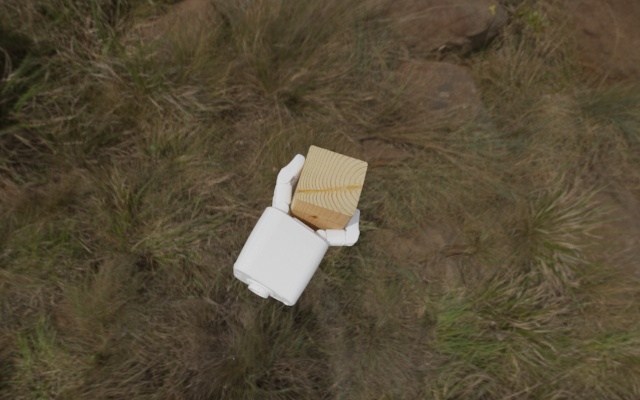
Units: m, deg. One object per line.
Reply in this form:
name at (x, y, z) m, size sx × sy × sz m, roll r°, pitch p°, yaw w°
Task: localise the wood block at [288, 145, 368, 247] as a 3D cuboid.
wood block at (0.000, 0.003, 0.780) m, size 0.091 × 0.090 × 0.206 m, roll 18°, pitch -20°, yaw -4°
